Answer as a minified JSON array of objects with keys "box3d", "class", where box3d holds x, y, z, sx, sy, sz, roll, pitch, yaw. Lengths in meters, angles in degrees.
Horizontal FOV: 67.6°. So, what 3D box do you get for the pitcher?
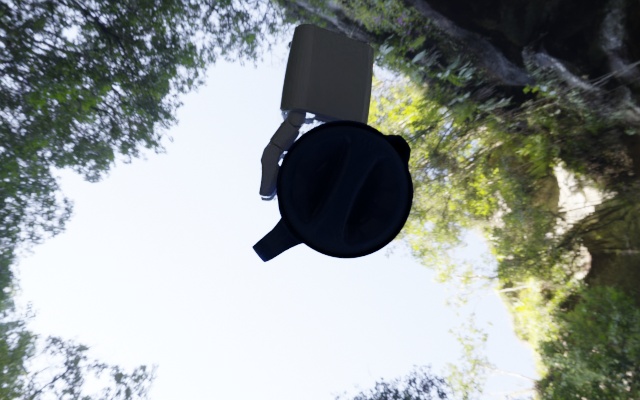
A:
[{"box3d":[0.000,0.002,0.565,0.149,0.145,0.243,6,-5,-8],"class":"pitcher"}]
